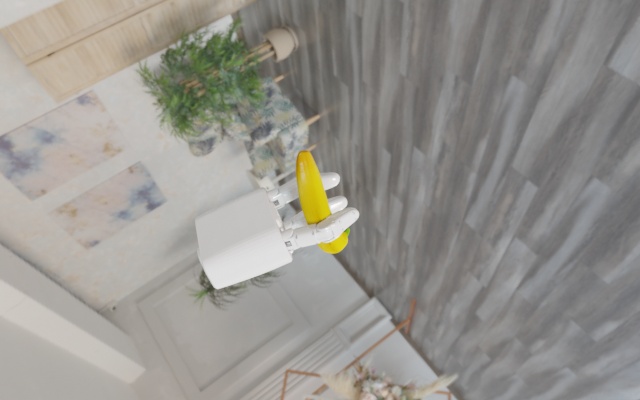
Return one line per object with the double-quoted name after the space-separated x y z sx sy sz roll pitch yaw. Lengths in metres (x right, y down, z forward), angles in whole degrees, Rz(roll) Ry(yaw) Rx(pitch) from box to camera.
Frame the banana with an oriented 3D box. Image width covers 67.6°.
0.002 0.019 0.640 0.037 0.069 0.198 -11 -38 12 "banana"
